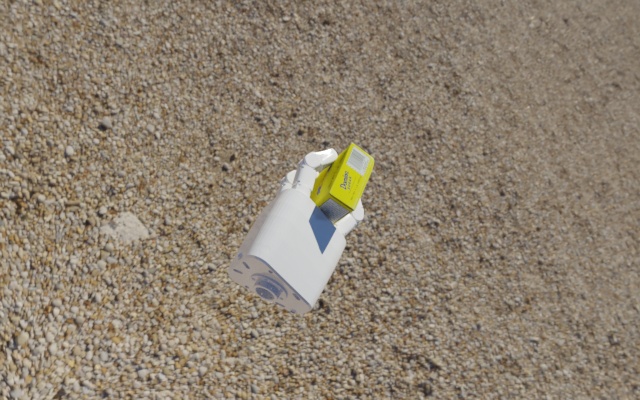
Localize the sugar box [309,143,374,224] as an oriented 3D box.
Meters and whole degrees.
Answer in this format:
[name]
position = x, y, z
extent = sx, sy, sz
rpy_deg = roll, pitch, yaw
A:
[sugar box]
position = 0.000, 0.002, 0.663
extent = 0.048, 0.093, 0.176
rpy_deg = 36, -37, -14
